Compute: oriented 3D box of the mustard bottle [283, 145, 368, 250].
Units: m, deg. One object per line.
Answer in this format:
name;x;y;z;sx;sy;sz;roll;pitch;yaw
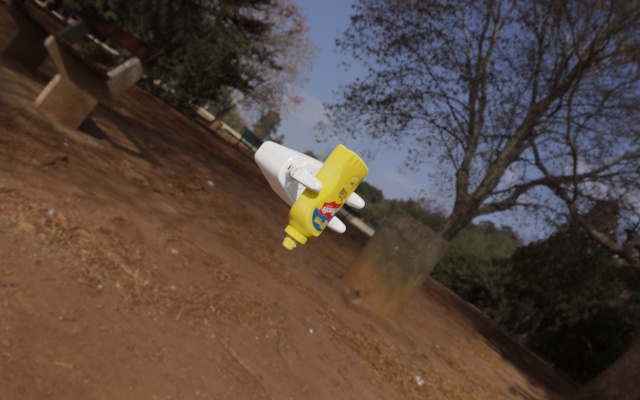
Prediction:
mustard bottle;0.001;0.003;0.808;0.058;0.191;0.096;37;-3;24
